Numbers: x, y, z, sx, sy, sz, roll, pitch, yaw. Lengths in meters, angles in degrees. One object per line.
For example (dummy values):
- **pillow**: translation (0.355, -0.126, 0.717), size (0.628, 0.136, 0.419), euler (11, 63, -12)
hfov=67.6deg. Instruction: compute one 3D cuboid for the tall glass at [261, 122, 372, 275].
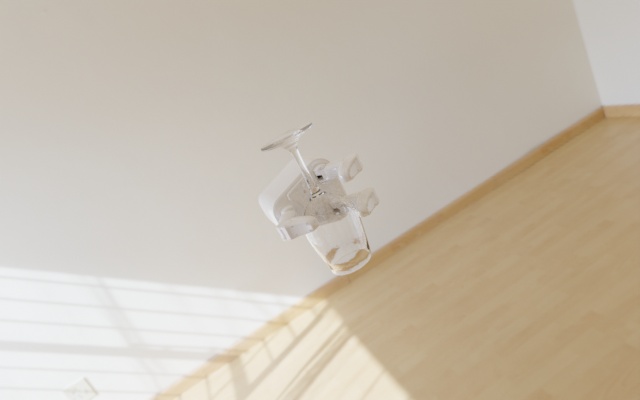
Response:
- **tall glass**: translation (0.000, 0.002, 0.639), size (0.079, 0.201, 0.079), euler (-25, 18, 8)
